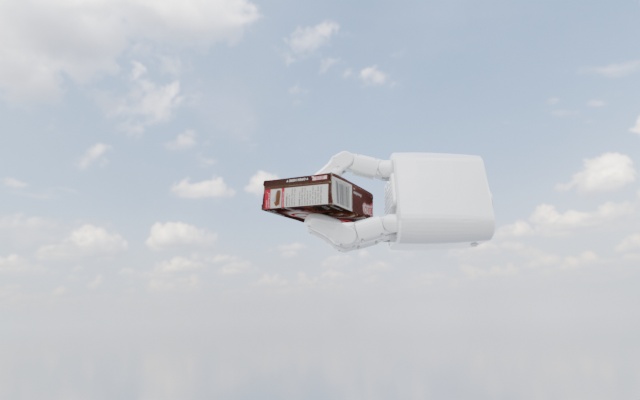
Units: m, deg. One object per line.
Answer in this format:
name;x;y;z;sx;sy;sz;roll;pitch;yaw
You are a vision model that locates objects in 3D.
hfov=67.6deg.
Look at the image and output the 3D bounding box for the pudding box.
pudding box;0.000;0.002;0.552;0.090;0.039;0.113;-6;-16;28
